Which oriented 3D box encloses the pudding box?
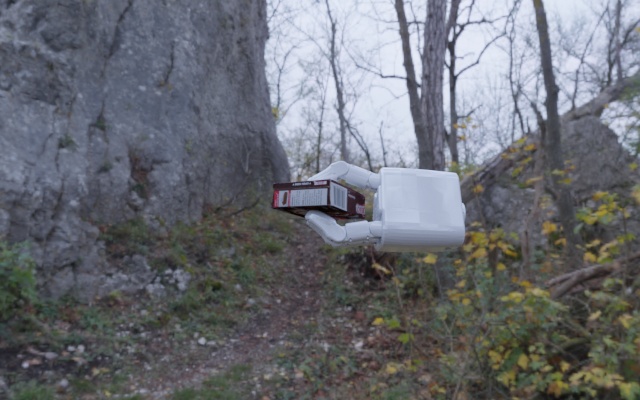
[{"bbox_3d":[0.000,0.002,0.656,0.090,0.039,0.113,-4,-14,28],"label":"pudding box"}]
